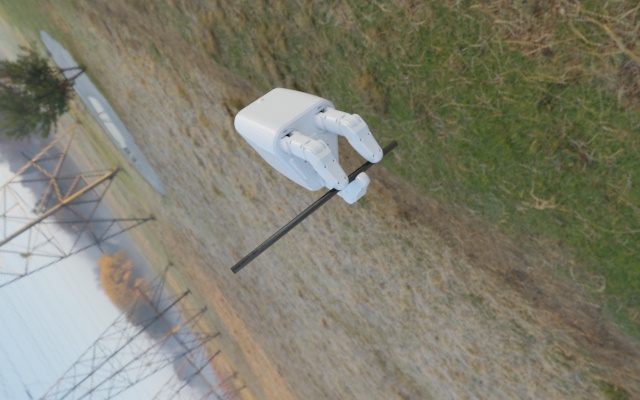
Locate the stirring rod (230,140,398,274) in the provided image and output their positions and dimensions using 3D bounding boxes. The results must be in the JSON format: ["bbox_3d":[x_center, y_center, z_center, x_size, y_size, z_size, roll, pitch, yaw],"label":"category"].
[{"bbox_3d":[0.000,0.002,0.524,0.239,0.011,0.011,-38,15,-20],"label":"stirring rod"}]
